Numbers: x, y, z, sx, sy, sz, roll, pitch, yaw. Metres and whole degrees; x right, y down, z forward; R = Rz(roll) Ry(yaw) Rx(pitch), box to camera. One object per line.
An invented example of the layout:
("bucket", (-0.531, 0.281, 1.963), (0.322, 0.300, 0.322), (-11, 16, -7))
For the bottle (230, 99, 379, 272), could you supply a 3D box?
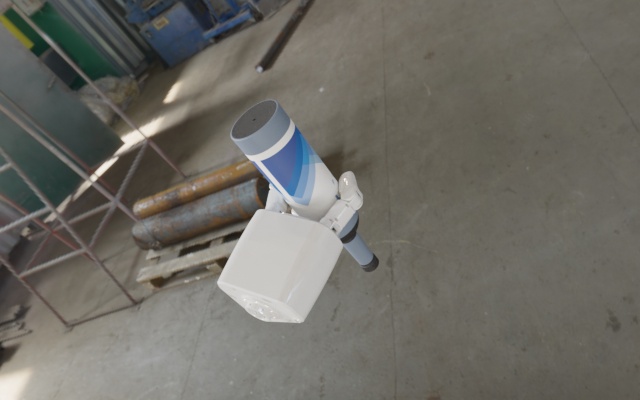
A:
("bottle", (0.000, 0.002, 0.621), (0.069, 0.069, 0.296), (0, -39, 41))
